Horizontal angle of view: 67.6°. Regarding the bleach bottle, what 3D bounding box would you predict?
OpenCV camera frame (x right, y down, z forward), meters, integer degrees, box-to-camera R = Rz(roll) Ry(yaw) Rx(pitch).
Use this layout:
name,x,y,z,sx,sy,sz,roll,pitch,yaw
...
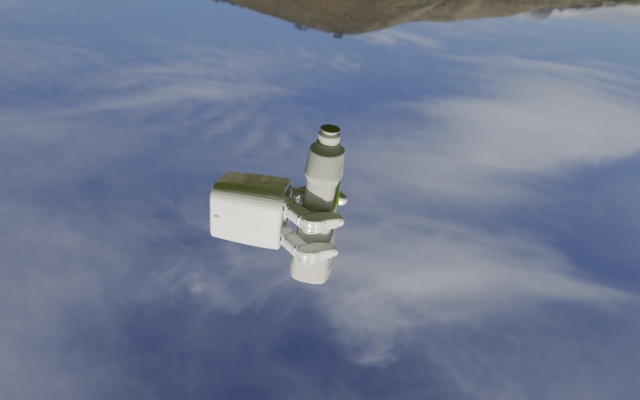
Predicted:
name,x,y,z,sx,sy,sz,roll,pitch,yaw
bleach bottle,0.000,0.002,0.722,0.068,0.251,0.102,10,33,3
